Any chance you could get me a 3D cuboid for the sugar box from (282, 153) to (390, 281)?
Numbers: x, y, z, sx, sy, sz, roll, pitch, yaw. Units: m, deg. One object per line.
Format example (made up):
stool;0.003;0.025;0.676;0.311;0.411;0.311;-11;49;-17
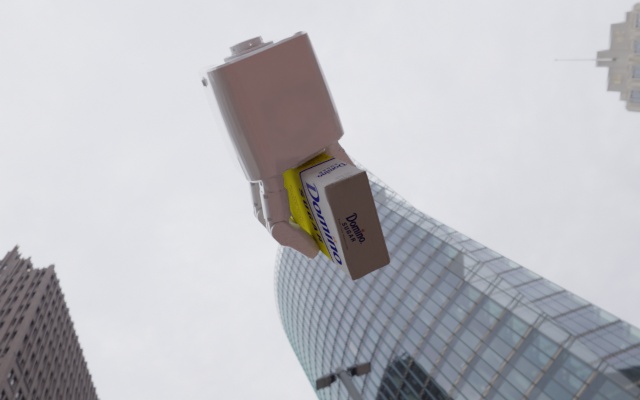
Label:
sugar box;-0.001;0.002;0.476;0.048;0.093;0.176;-23;21;-13
